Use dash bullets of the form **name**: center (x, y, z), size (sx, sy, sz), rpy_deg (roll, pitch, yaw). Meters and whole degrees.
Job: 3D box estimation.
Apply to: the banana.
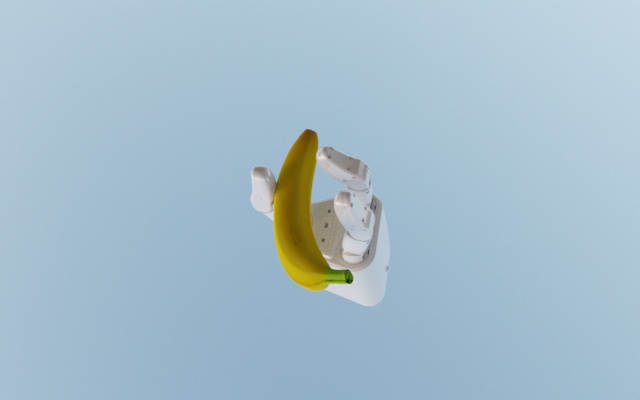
- **banana**: center (-0.015, 0.012, 0.453), size (0.069, 0.197, 0.037), rpy_deg (-28, -44, 15)
